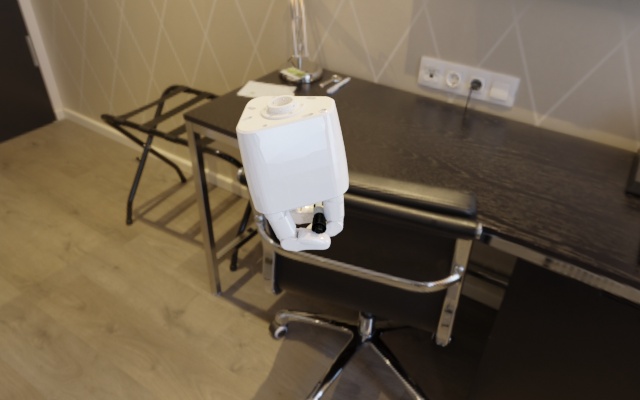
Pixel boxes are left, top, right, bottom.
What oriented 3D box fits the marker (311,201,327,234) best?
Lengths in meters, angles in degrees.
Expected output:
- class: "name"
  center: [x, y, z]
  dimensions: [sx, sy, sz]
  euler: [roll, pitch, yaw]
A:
- class: "marker"
  center: [0.000, 0.002, 0.621]
  dimensions: [0.020, 0.020, 0.121]
  euler: [0, 35, 3]
